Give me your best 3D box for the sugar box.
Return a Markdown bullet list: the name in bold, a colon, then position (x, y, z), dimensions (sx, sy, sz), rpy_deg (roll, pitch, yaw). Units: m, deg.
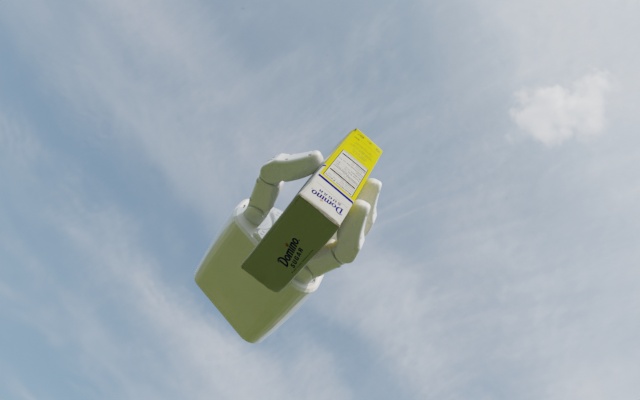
- **sugar box**: position (0.000, 0.002, 0.441), dimensions (0.048, 0.093, 0.176), rpy_deg (38, 31, -4)
